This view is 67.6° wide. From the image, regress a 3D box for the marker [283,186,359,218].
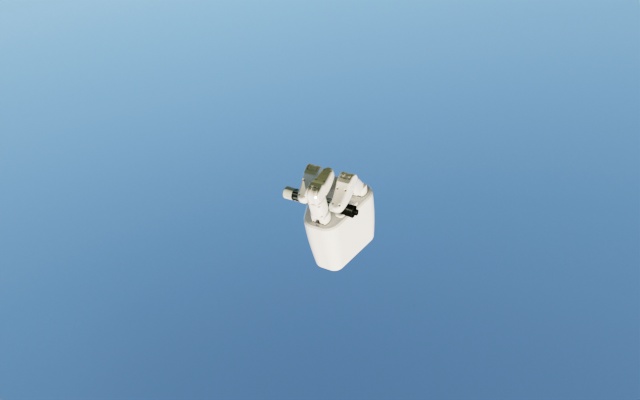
[{"bbox_3d":[0.000,0.002,0.701,0.121,0.020,0.020,16,7,25],"label":"marker"}]
